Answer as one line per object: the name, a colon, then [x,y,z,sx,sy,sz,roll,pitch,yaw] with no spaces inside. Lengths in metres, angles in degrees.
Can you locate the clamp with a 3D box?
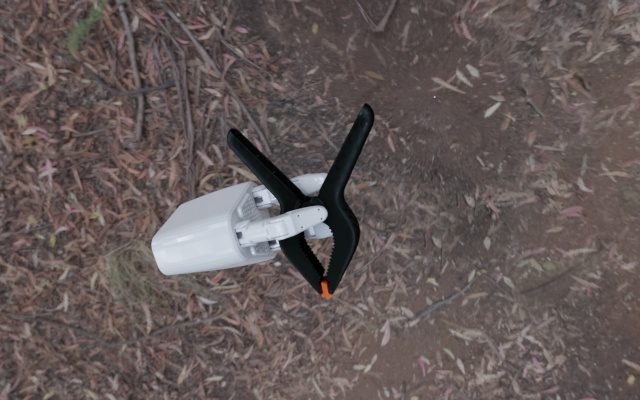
clamp: [0.000,0.002,0.521,0.164,0.210,0.036,-14,8,18]
